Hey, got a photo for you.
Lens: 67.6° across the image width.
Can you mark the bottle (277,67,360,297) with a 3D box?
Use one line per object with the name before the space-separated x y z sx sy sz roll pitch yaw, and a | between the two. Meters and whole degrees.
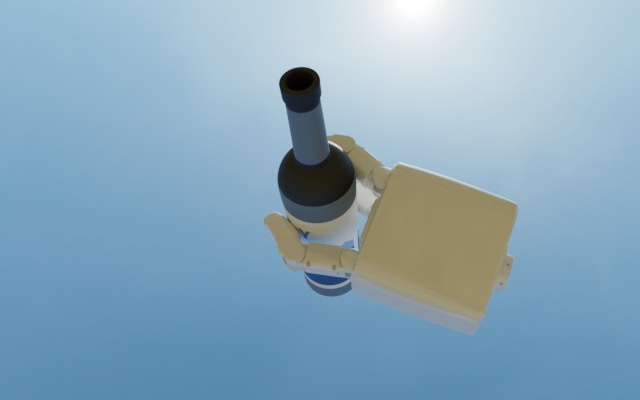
bottle | 0.000 0.002 0.435 0.069 0.069 0.296 0 -33 6
